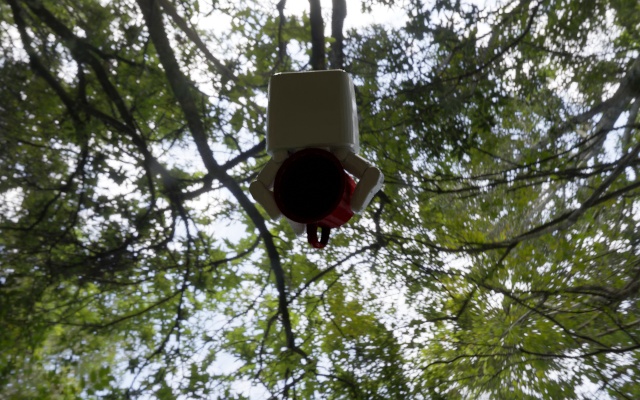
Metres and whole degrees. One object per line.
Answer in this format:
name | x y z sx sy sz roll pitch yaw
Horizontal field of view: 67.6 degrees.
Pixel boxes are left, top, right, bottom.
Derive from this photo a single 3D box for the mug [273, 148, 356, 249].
mug | 0.000 0.003 0.597 0.093 0.117 0.081 -6 -15 20
